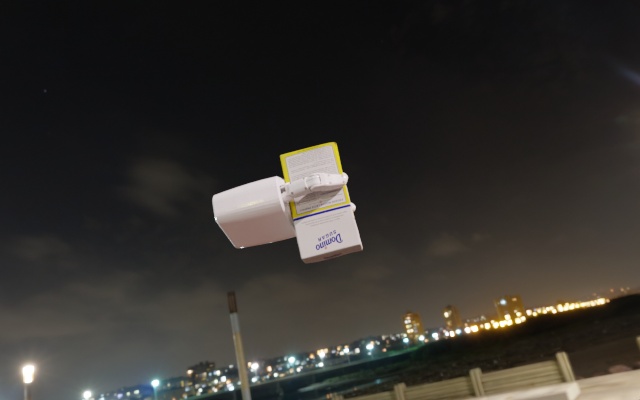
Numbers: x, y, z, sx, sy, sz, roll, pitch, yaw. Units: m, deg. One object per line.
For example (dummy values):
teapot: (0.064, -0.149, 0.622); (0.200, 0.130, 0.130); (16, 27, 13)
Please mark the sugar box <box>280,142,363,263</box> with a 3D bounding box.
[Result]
sugar box: (0.000, 0.003, 0.745); (0.093, 0.176, 0.048); (-14, -19, 5)
